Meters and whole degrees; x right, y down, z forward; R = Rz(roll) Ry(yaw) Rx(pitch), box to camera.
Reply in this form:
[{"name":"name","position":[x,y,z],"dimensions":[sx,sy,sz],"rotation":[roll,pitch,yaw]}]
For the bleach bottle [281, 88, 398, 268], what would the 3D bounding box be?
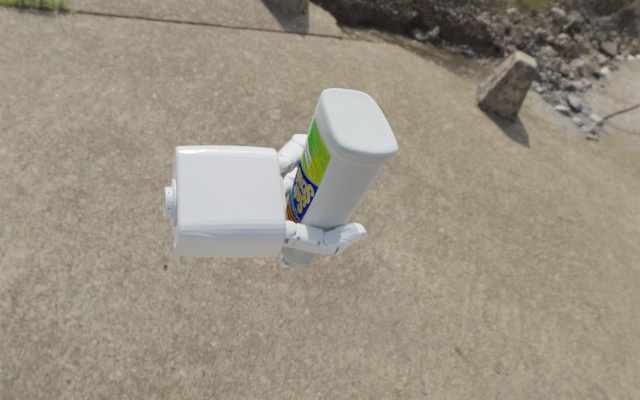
[{"name":"bleach bottle","position":[0.000,0.002,0.546],"dimensions":[0.068,0.102,0.251],"rotation":[1,-42,-22]}]
